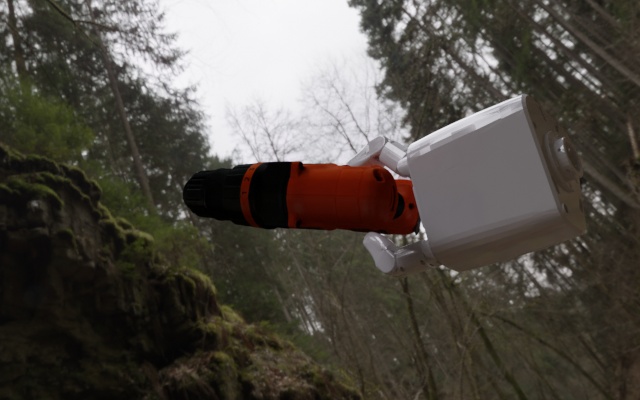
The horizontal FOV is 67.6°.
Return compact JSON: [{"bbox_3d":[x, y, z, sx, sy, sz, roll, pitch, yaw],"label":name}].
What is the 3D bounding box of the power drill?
[{"bbox_3d":[0.001,0.001,0.426,0.184,0.057,0.187,4,0,28],"label":"power drill"}]
